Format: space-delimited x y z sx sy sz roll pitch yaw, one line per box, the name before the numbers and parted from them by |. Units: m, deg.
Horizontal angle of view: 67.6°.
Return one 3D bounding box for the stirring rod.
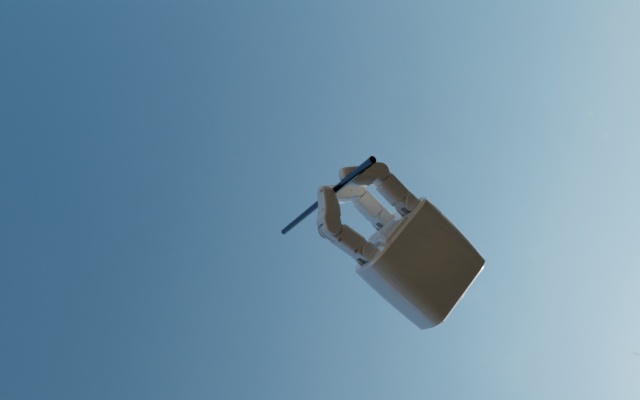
stirring rod | 0.000 0.002 0.570 0.011 0.011 0.240 0 -21 -27
